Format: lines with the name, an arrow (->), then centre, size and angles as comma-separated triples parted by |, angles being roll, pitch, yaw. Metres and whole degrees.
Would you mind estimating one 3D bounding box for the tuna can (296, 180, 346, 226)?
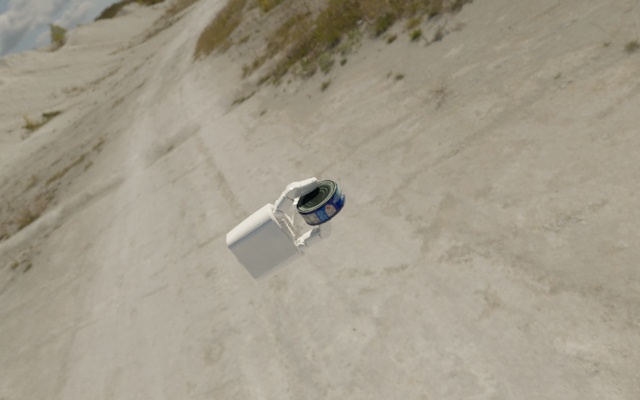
tuna can -> 0.000, 0.002, 0.845 | 0.086, 0.034, 0.086 | -27, 30, 17
